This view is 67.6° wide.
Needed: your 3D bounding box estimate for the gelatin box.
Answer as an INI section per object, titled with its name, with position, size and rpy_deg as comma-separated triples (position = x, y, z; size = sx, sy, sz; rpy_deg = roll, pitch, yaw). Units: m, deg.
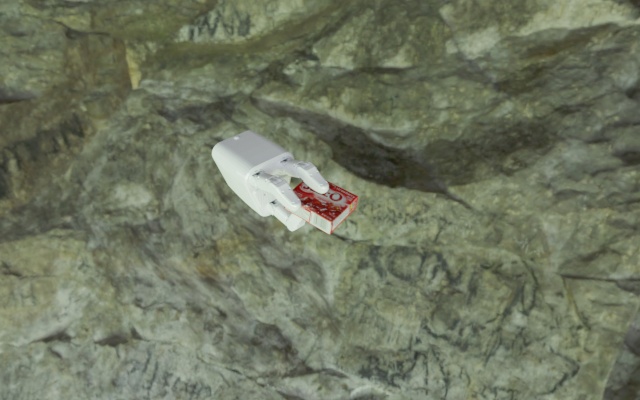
[gelatin box]
position = 0.000, 0.003, 0.725
size = 0.089, 0.030, 0.073
rpy_deg = 29, 47, 22
